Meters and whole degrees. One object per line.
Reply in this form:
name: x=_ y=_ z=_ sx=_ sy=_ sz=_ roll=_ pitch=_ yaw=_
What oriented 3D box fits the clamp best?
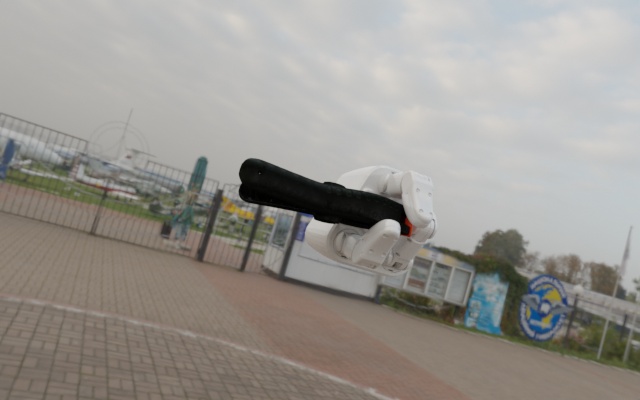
clamp: x=0.000 y=0.001 z=0.445 sx=0.171 sy=0.039 sz=0.120 roll=18 pitch=-4 yaw=-16
